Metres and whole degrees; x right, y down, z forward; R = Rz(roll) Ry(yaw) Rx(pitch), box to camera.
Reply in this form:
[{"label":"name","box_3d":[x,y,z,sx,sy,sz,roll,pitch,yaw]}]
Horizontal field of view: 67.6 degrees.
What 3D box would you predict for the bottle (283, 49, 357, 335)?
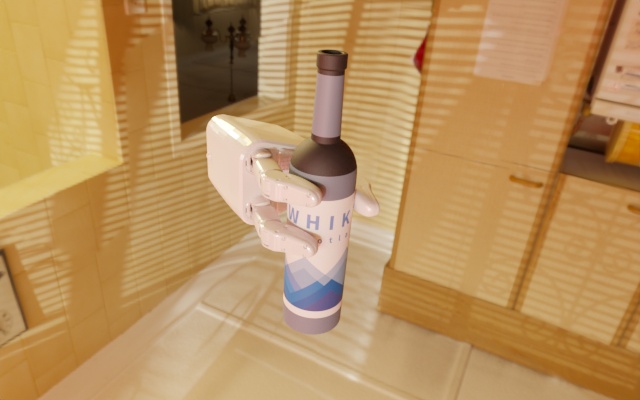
[{"label":"bottle","box_3d":[0.000,0.002,0.482,0.069,0.296,0.069,4,28,-2]}]
